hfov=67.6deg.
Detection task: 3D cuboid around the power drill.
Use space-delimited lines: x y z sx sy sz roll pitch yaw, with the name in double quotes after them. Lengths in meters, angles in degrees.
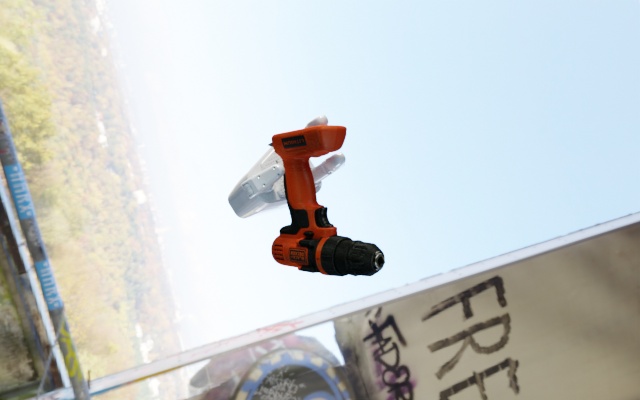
0.000 0.002 0.606 0.184 0.187 0.057 0 4 44 "power drill"
